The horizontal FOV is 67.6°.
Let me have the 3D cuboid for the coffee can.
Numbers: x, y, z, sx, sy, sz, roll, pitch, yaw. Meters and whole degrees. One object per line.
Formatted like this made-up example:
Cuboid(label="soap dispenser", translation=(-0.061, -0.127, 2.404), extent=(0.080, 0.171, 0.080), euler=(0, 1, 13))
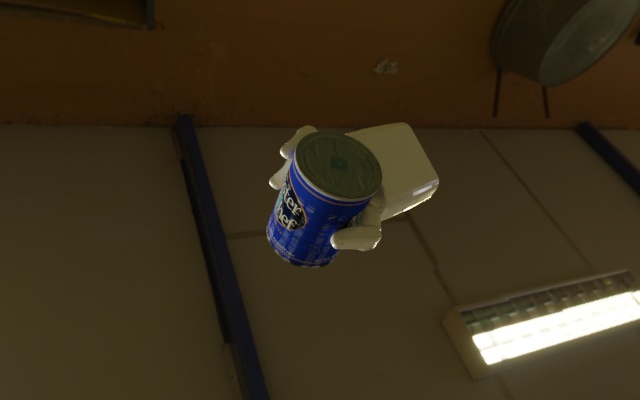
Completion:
Cuboid(label="coffee can", translation=(0.000, 0.002, 0.578), extent=(0.103, 0.102, 0.140), euler=(0, -39, -24))
